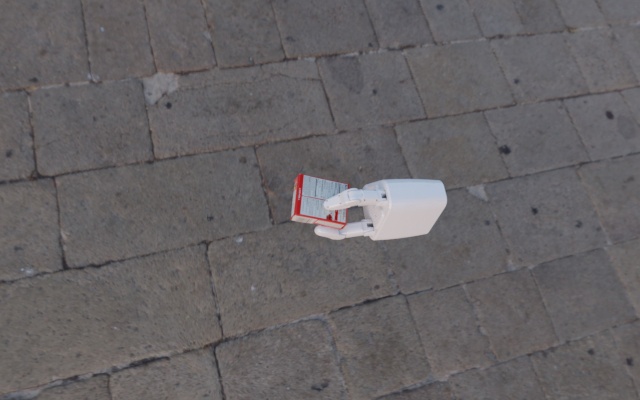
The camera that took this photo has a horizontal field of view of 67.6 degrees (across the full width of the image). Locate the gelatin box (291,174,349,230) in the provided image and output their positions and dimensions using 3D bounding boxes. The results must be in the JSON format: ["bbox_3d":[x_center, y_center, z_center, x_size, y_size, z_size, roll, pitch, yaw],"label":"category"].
[{"bbox_3d":[0.000,0.002,0.771,0.089,0.073,0.030,12,-24,-16],"label":"gelatin box"}]
